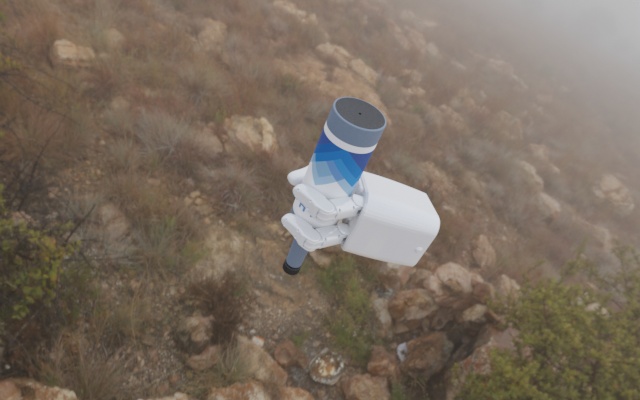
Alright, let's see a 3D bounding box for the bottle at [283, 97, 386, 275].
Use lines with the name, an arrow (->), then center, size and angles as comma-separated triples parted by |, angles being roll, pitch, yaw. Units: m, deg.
bottle -> 0.000, 0.002, 0.647 | 0.069, 0.296, 0.069 | 14, 41, -12
